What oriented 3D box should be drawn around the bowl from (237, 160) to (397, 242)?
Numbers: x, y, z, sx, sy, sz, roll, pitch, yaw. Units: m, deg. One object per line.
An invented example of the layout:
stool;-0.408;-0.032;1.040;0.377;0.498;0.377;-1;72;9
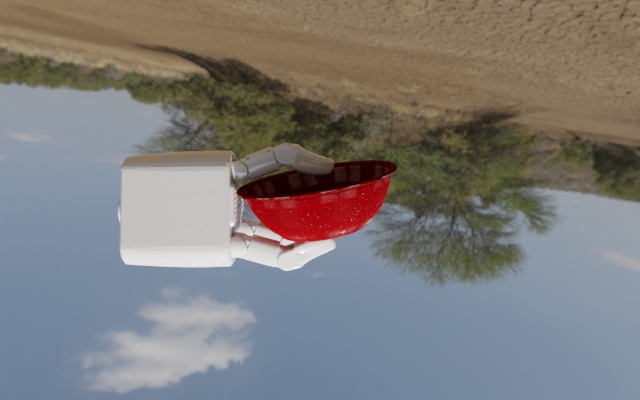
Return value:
bowl;0.001;0.002;0.483;0.162;0.055;0.162;-10;12;2
